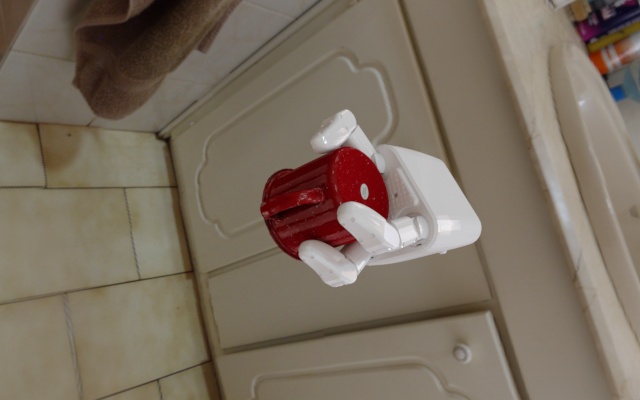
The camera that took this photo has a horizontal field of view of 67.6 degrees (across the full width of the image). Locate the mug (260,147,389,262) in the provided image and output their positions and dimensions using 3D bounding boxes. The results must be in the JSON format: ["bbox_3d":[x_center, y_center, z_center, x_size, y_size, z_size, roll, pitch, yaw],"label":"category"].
[{"bbox_3d":[-0.001,0.001,0.424,0.081,0.093,0.117,-22,-16,39],"label":"mug"}]
